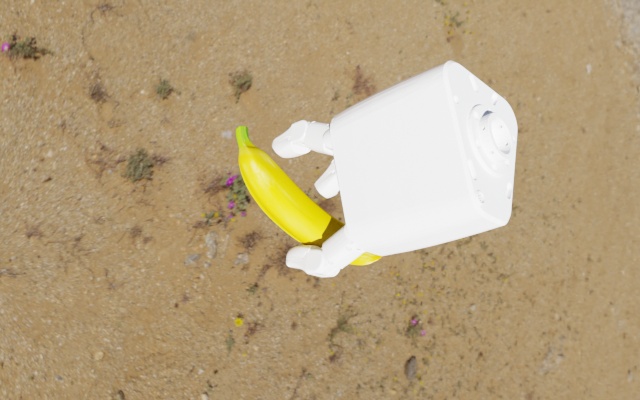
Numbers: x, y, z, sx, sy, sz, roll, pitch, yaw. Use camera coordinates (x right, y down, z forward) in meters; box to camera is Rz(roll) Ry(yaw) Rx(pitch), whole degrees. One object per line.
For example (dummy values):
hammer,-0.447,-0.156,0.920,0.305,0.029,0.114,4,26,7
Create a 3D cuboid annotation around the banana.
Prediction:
banana,-0.007,0.012,0.442,0.037,0.069,0.198,-28,-61,38
